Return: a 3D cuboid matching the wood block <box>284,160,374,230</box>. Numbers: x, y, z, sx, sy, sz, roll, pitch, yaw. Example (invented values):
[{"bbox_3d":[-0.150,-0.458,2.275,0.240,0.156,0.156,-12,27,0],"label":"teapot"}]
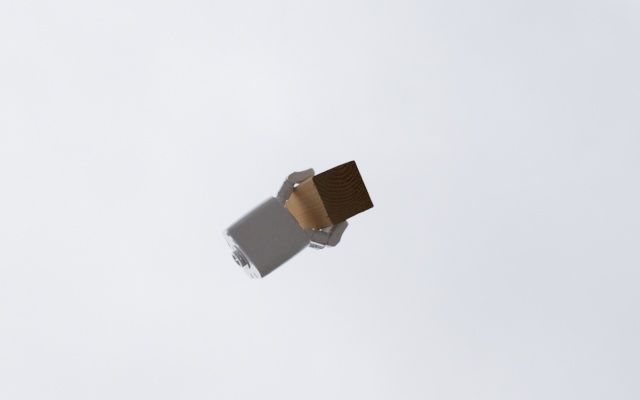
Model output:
[{"bbox_3d":[0.000,0.003,0.887,0.090,0.091,0.206,-24,0,-25],"label":"wood block"}]
